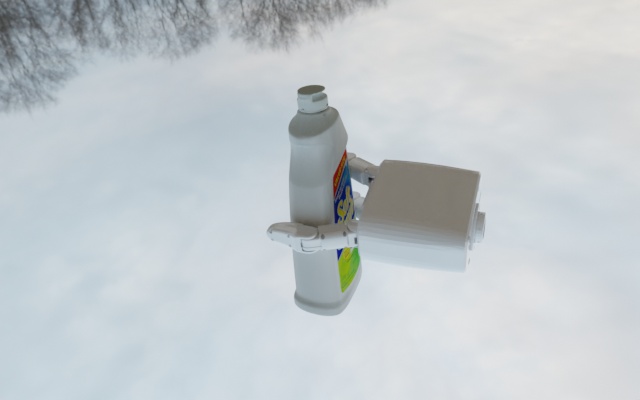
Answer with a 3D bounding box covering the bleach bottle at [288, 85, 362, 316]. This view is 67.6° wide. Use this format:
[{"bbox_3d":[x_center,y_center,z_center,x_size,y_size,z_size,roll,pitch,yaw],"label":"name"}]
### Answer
[{"bbox_3d":[0.000,0.002,0.527,0.068,0.251,0.102,8,34,23],"label":"bleach bottle"}]
